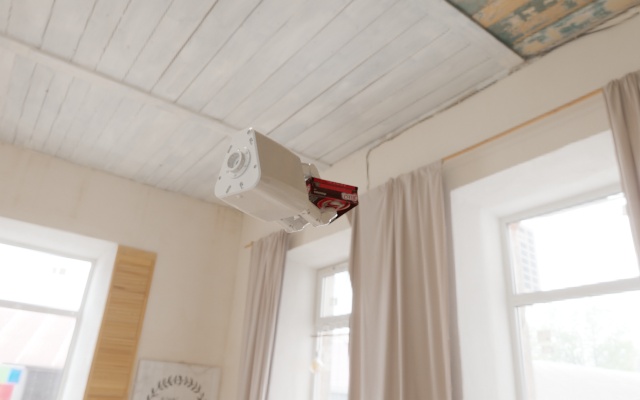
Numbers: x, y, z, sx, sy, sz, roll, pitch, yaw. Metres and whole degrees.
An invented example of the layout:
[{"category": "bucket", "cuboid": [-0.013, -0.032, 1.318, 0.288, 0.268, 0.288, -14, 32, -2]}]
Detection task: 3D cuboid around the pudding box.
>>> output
[{"category": "pudding box", "cuboid": [0.000, 0.003, 0.819, 0.090, 0.039, 0.113, 12, -23, -23]}]
